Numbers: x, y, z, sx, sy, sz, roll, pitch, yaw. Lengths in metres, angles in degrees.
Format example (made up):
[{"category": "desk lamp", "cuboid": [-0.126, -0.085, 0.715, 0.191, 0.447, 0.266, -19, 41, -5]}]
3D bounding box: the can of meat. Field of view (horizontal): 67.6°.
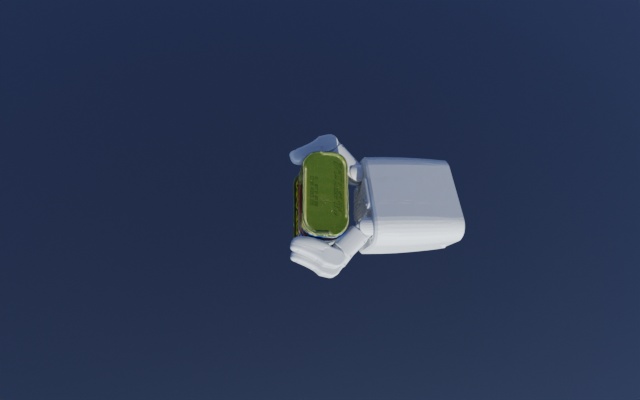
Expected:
[{"category": "can of meat", "cuboid": [0.000, 0.002, 0.558, 0.057, 0.102, 0.084, 2, -15, -8]}]
